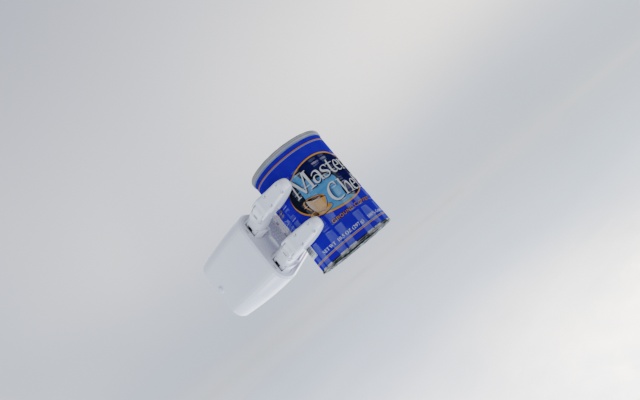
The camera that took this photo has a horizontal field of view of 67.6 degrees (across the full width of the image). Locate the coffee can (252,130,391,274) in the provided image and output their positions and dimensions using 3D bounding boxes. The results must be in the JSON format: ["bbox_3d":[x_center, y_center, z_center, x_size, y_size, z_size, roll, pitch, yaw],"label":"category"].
[{"bbox_3d":[0.000,0.002,0.574,0.103,0.140,0.103,-38,-10,-8],"label":"coffee can"}]
